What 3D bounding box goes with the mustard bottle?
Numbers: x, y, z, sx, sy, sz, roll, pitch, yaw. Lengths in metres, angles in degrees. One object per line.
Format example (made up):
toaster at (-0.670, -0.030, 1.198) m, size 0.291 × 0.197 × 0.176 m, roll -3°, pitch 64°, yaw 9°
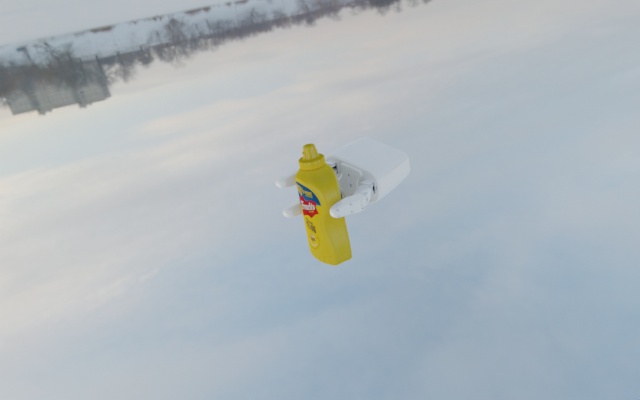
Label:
mustard bottle at (0.000, 0.003, 0.756) m, size 0.058 × 0.192 × 0.096 m, roll -20°, pitch 25°, yaw -20°
